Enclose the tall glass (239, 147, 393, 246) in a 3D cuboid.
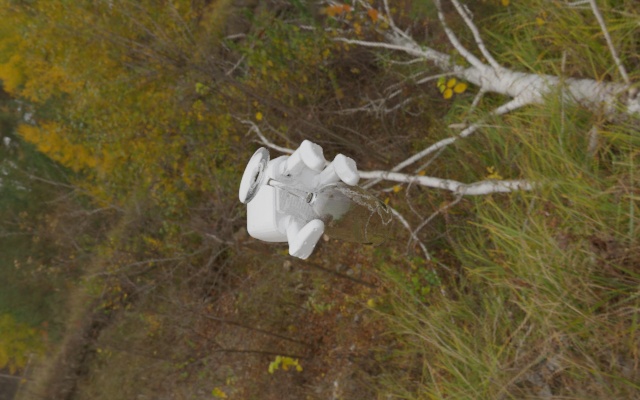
[{"bbox_3d":[0.000,0.002,0.627,0.201,0.079,0.079,22,-10,-27],"label":"tall glass"}]
